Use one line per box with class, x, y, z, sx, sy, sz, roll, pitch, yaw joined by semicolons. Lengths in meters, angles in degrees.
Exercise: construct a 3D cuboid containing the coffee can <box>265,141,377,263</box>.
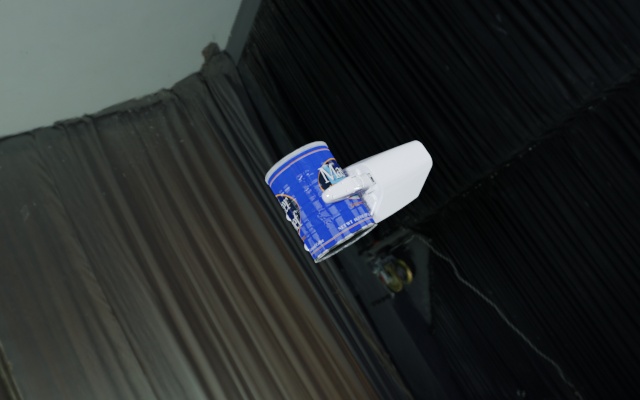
coffee can;0.000;0.002;0.681;0.103;0.140;0.103;-31;-11;-6
